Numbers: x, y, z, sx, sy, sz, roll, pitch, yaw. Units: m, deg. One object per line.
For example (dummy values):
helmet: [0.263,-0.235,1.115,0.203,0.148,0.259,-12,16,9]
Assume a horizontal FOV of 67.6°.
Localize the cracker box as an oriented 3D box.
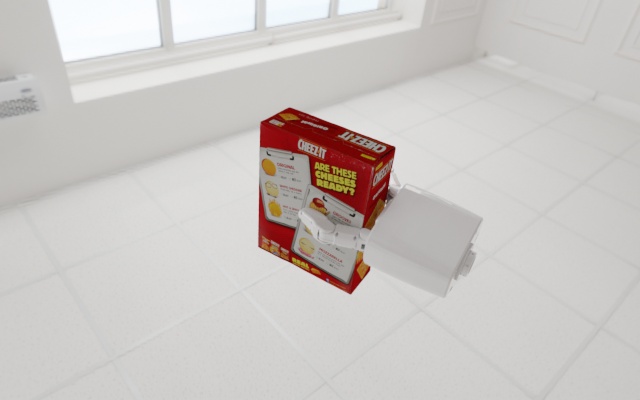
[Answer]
cracker box: [0.000,0.002,0.646,0.164,0.214,0.072,24,40,22]
